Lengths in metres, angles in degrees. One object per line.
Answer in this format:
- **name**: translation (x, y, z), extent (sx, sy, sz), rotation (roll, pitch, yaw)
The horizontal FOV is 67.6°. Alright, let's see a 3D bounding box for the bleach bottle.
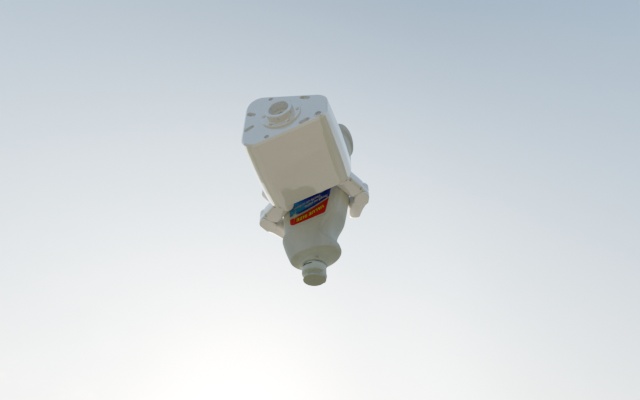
- **bleach bottle**: translation (0.000, 0.002, 0.658), extent (0.102, 0.250, 0.068), rotation (-11, -43, 11)
